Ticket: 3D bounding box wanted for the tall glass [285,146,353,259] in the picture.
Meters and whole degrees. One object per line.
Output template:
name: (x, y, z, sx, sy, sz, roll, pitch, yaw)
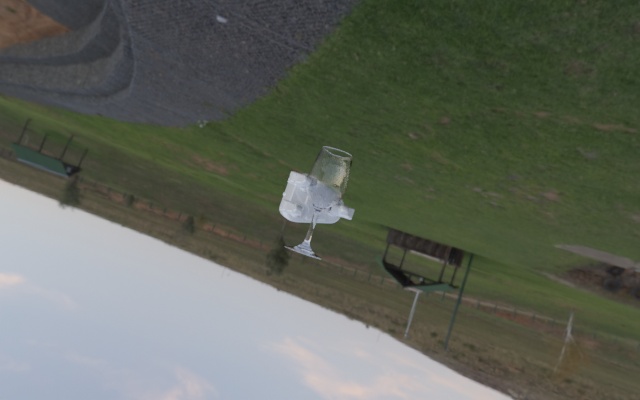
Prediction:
tall glass: (0.000, 0.004, 0.892, 0.079, 0.201, 0.079, 19, -3, 1)
